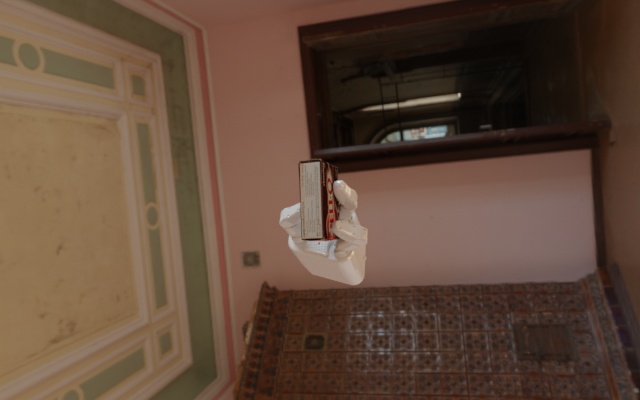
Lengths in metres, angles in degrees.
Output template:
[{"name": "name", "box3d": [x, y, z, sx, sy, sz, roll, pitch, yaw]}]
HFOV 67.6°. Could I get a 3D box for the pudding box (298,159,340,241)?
[{"name": "pudding box", "box3d": [0.000, 0.002, 0.690, 0.039, 0.113, 0.090, -5, -5, 15]}]
